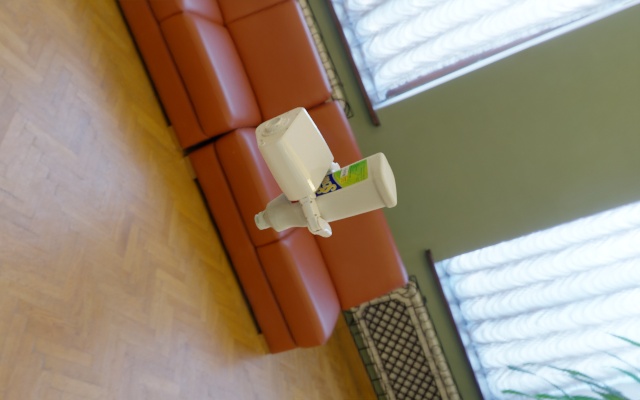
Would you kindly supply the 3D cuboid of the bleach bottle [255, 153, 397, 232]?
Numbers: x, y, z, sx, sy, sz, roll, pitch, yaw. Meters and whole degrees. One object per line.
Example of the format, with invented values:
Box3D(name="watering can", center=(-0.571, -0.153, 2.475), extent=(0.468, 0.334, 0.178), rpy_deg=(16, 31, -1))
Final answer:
Box3D(name="bleach bottle", center=(0.000, 0.003, 0.812), extent=(0.251, 0.068, 0.102), rpy_deg=(-20, 30, 18))
